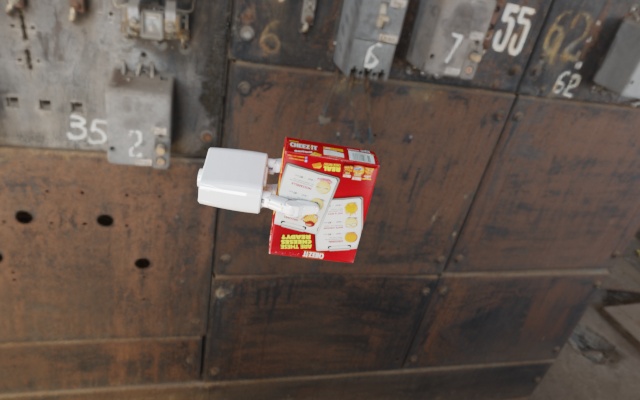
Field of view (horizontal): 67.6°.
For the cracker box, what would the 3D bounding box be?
[{"bbox_3d":[0.000,0.003,0.869,0.164,0.214,0.072,8,31,-7],"label":"cracker box"}]
